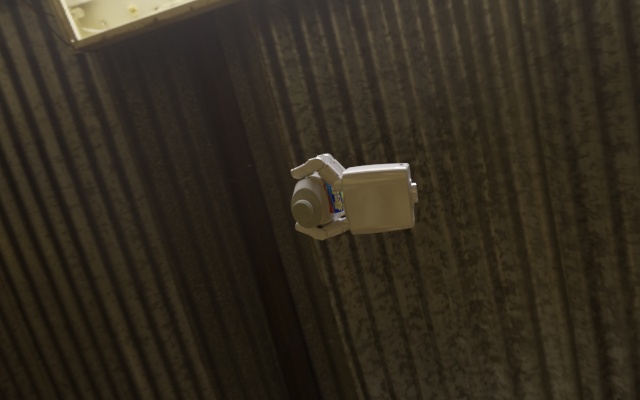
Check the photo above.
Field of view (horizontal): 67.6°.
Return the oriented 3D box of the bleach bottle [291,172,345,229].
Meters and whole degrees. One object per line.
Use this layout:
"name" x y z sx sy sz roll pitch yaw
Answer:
"bleach bottle" 0.000 0.003 0.831 0.068 0.102 0.251 -5 9 14
